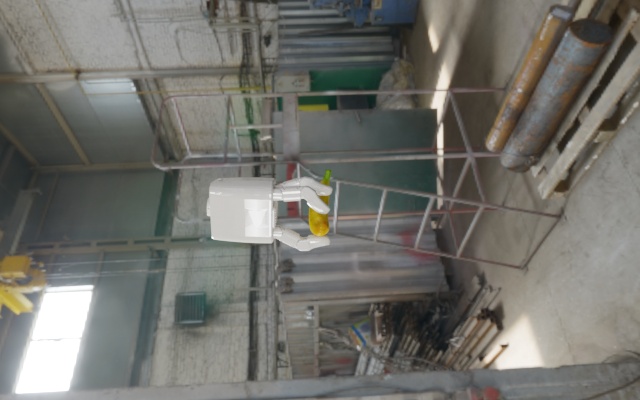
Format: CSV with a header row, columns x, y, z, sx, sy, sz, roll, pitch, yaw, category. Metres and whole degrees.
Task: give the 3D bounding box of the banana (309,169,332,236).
x,y,z,sx,sy,sz,roll,pitch,yaw,category
-0.002,0.017,0.882,0.037,0.070,0.197,6,33,-2,banana
